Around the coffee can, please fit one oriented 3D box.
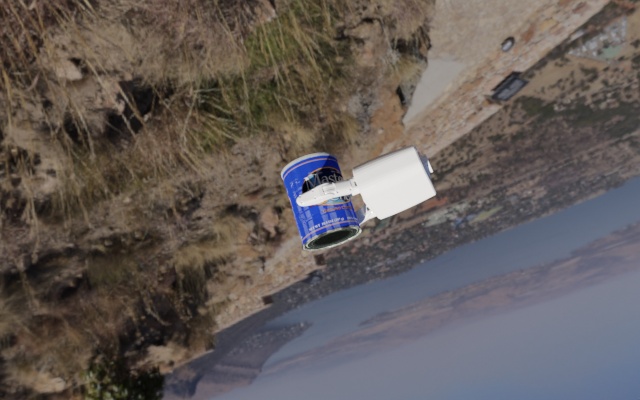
[{"bbox_3d":[0.000,0.003,0.818,0.103,0.140,0.103,-16,-19,-6],"label":"coffee can"}]
